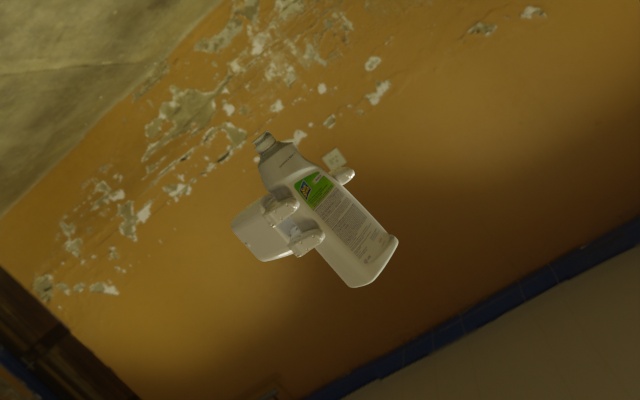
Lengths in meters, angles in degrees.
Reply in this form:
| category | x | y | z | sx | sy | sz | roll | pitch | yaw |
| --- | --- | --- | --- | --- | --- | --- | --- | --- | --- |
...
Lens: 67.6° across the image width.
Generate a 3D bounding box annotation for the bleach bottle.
| category | x | y | z | sx | sy | sz | roll | pitch | yaw |
| --- | --- | --- | --- | --- | --- | --- | --- | --- | --- |
| bleach bottle | 0.000 | 0.002 | 0.678 | 0.068 | 0.251 | 0.102 | -26 | 18 | 49 |
